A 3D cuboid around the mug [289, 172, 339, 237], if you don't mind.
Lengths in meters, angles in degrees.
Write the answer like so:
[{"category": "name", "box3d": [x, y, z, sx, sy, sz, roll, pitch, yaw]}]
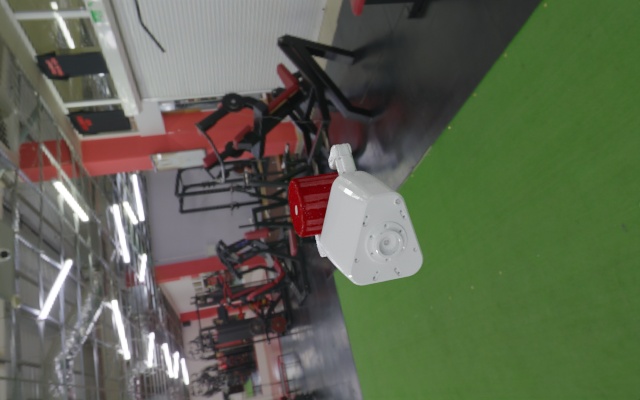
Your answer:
[{"category": "mug", "box3d": [-0.001, 0.002, 0.673, 0.081, 0.093, 0.117, -9, 16, -15]}]
